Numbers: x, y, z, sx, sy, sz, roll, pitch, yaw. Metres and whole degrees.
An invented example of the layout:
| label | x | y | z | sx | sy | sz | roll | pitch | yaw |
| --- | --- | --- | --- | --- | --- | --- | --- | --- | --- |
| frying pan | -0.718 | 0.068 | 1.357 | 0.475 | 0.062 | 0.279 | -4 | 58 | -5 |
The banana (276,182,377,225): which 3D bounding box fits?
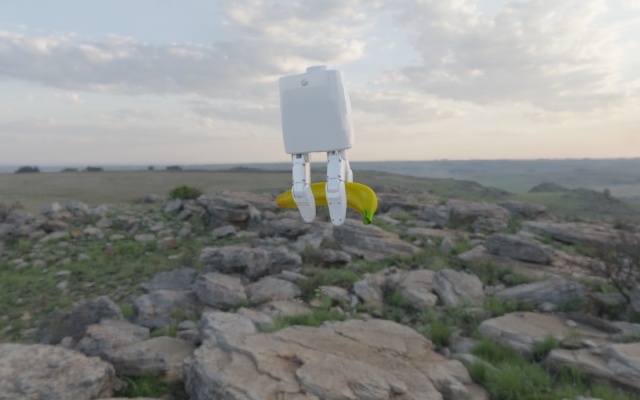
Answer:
| label | x | y | z | sx | sy | sz | roll | pitch | yaw |
| --- | --- | --- | --- | --- | --- | --- | --- | --- | --- |
| banana | 0.015 | -0.004 | 0.711 | 0.069 | 0.037 | 0.198 | -28 | 24 | -38 |
